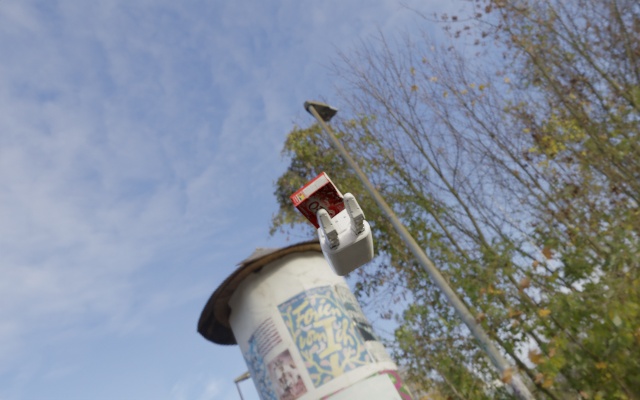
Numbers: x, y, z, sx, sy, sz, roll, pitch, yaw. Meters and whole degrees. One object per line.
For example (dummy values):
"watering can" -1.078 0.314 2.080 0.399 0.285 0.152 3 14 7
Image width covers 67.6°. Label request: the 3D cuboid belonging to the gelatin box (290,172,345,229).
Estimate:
"gelatin box" 0.000 0.002 0.829 0.073 0.030 0.089 -36 -41 4
